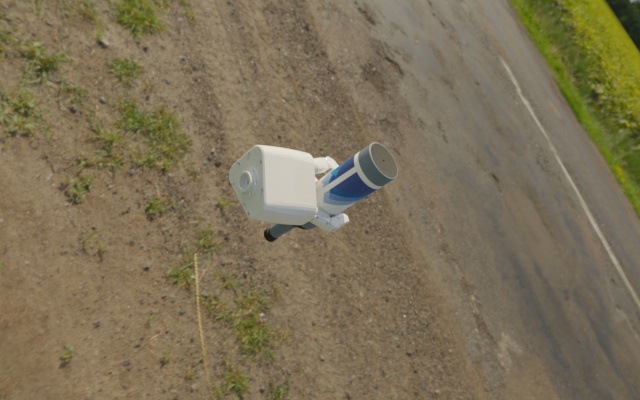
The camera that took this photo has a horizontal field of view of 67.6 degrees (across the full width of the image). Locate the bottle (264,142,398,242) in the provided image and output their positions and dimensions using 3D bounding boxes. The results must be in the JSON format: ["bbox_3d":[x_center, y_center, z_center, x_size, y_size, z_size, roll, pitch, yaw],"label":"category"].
[{"bbox_3d":[0.000,0.003,0.830,0.296,0.069,0.069,-33,-21,36],"label":"bottle"}]
